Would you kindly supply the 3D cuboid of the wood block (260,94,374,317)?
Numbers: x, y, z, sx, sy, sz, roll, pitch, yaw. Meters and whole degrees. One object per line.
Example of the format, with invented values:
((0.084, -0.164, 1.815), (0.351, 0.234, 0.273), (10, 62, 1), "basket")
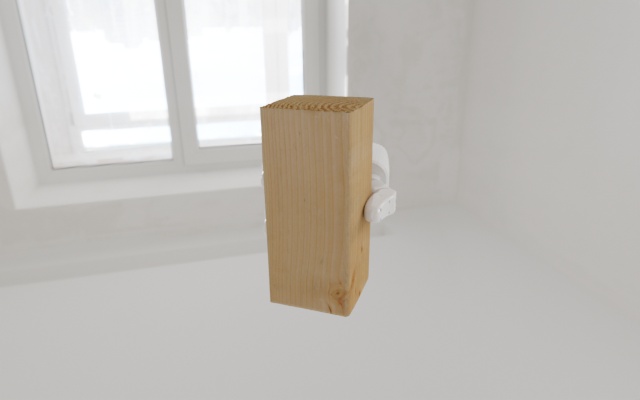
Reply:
((0.001, 0.002, 0.494), (0.091, 0.206, 0.090), (6, 22, 19), "wood block")
